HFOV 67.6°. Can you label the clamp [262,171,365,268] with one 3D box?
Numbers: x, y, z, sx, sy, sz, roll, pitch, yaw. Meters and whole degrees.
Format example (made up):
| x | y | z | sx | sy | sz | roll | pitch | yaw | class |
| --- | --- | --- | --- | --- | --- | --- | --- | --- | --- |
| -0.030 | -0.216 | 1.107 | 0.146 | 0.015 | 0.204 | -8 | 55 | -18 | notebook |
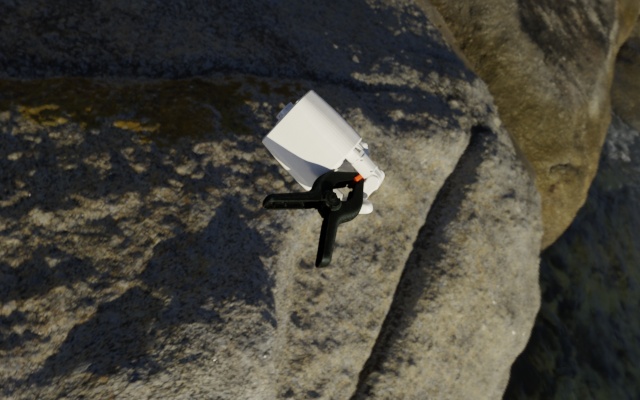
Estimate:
| x | y | z | sx | sy | sz | roll | pitch | yaw | class |
| --- | --- | --- | --- | --- | --- | --- | --- | --- | --- |
| 0.001 | 0.002 | 0.672 | 0.039 | 0.120 | 0.171 | -38 | 9 | 47 | clamp |
